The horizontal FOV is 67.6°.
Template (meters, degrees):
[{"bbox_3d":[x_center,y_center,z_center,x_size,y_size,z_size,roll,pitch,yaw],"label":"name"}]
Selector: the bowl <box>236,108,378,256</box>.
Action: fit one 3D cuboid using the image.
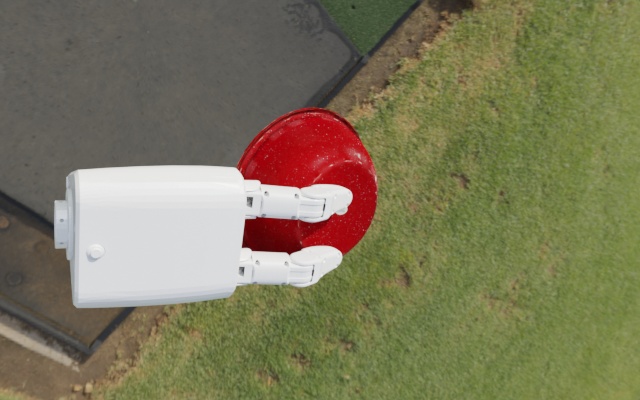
[{"bbox_3d":[0.001,0.001,0.432,0.162,0.162,0.055,0,18,-41],"label":"bowl"}]
